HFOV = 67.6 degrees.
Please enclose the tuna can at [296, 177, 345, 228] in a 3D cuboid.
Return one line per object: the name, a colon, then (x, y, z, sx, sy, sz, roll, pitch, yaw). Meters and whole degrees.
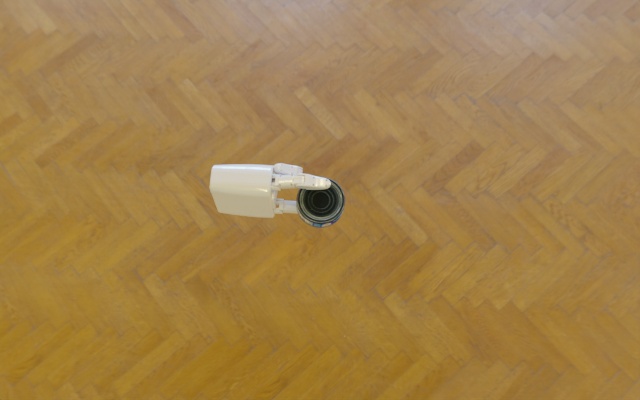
tuna can: (0.000, 0.003, 0.835, 0.086, 0.086, 0.034, 0, -15, -3)
